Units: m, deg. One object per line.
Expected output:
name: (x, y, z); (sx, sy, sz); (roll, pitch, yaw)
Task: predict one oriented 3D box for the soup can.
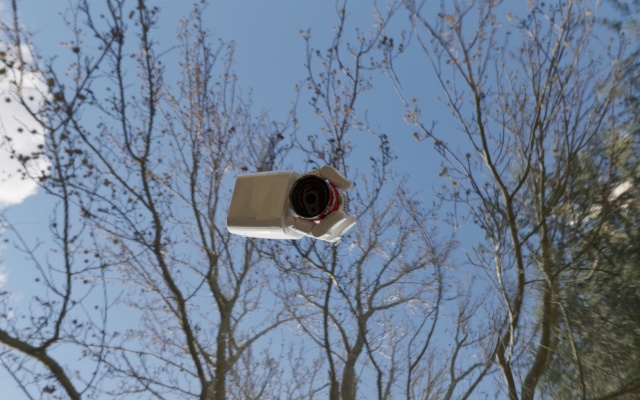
soup can: (0.001, 0.002, 0.770); (0.068, 0.068, 0.102); (0, -10, 20)
